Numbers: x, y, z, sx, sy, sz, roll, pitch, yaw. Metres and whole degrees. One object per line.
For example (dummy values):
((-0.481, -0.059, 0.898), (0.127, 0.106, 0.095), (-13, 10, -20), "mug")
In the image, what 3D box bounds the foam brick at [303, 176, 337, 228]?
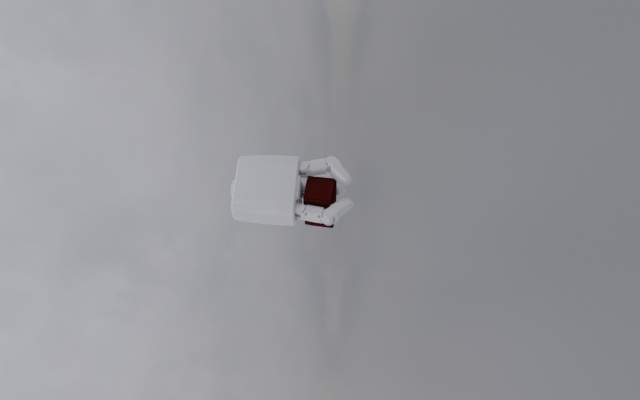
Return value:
((0.000, 0.003, 0.830), (0.051, 0.053, 0.078), (5, -39, 5), "foam brick")
